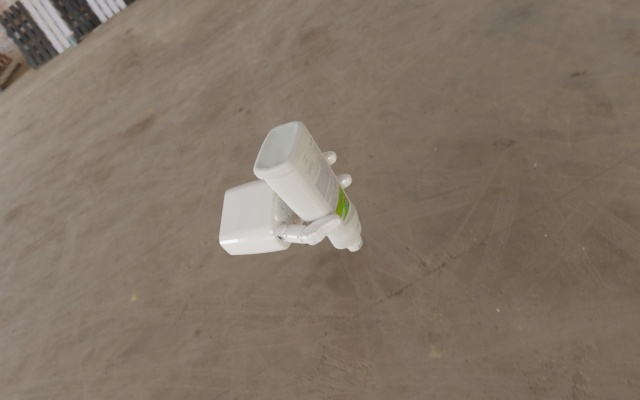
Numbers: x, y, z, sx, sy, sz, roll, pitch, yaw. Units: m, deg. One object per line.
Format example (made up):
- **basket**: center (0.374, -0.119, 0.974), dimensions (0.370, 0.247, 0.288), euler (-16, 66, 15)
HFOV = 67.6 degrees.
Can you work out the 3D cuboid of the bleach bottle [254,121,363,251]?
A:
- **bleach bottle**: center (0.000, 0.002, 0.726), dimensions (0.068, 0.102, 0.251), euler (-10, -44, 29)
